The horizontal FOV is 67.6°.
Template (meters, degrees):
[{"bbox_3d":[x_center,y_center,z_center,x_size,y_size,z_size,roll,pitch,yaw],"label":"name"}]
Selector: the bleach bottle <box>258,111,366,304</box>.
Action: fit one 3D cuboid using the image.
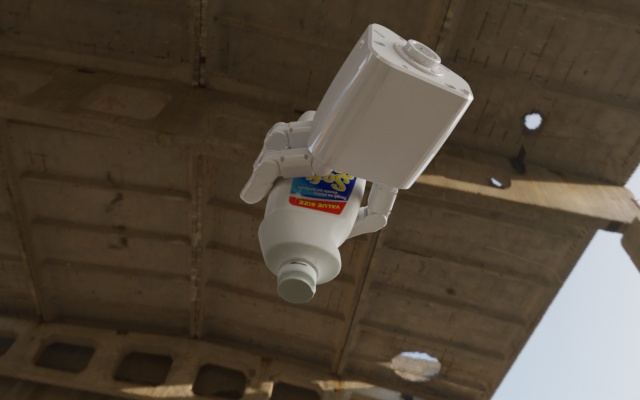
[{"bbox_3d":[0.000,0.002,0.475,0.102,0.068,0.250,23,35,-10],"label":"bleach bottle"}]
